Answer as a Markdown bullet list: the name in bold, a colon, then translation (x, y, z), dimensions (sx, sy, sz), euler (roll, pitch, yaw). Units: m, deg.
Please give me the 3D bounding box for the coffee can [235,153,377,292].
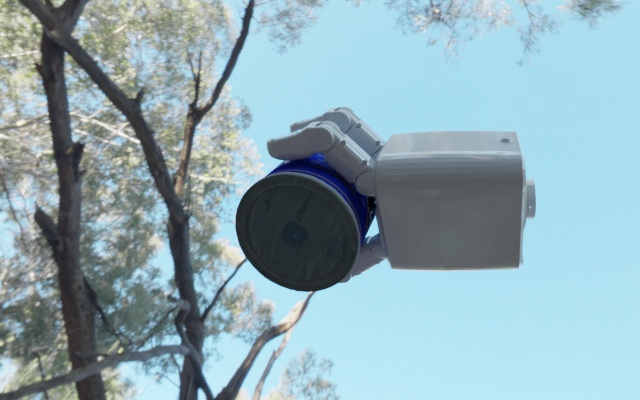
- **coffee can**: translation (0.000, 0.002, 0.432), dimensions (0.103, 0.103, 0.140), euler (0, 23, 19)
